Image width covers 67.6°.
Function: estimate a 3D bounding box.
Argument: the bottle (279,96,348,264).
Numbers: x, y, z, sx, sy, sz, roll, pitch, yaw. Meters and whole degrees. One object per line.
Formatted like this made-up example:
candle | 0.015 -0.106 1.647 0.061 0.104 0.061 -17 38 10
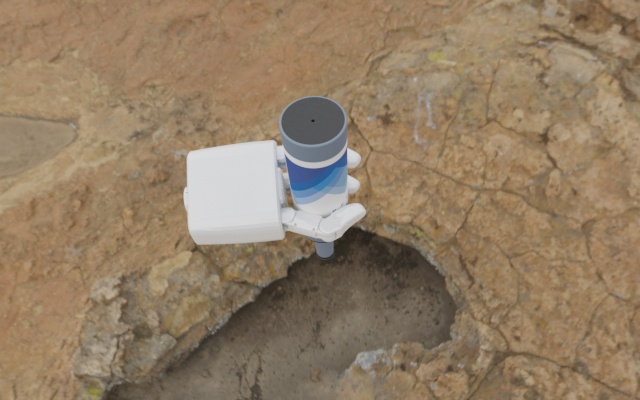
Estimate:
bottle | 0.000 0.002 0.585 0.069 0.069 0.296 0 -33 3
